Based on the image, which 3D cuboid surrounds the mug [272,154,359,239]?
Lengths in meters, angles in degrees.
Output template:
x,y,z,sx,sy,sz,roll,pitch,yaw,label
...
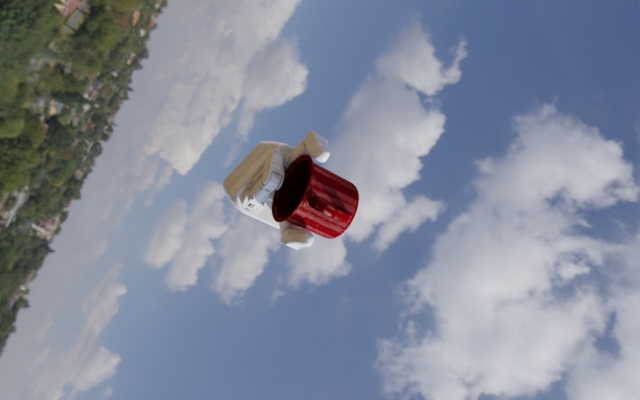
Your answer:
x,y,z,sx,sy,sz,roll,pitch,yaw,label
0.001,0.002,0.605,0.081,0.093,0.117,26,1,-27,mug
